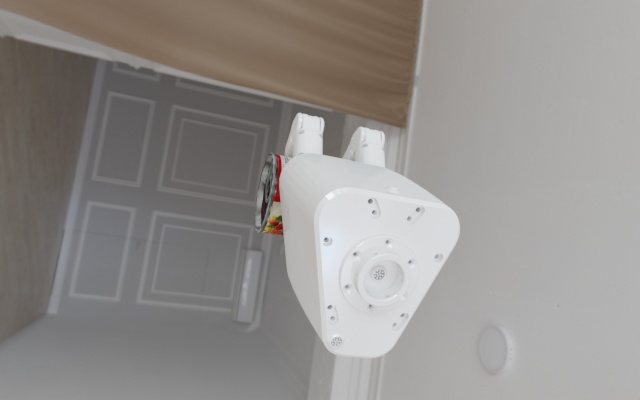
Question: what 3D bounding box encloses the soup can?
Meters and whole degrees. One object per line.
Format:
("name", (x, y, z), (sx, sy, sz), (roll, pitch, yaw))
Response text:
("soup can", (0.000, 0.001, 0.415), (0.102, 0.068, 0.068), (10, -3, -16))
